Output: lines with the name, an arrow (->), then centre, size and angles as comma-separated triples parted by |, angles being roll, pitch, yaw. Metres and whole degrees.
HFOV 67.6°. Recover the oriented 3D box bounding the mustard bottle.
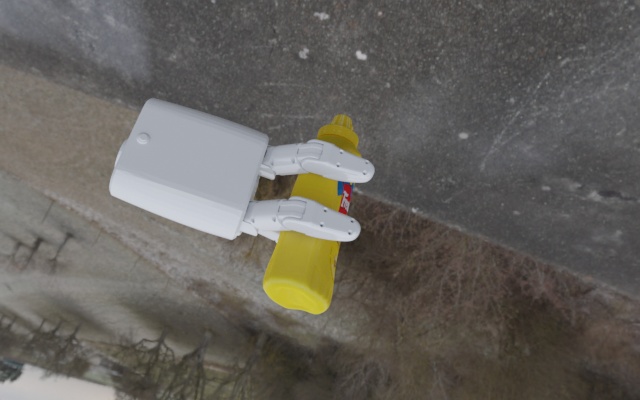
mustard bottle -> 0.000, 0.002, 0.445 | 0.058, 0.191, 0.096 | 9, -25, 12
